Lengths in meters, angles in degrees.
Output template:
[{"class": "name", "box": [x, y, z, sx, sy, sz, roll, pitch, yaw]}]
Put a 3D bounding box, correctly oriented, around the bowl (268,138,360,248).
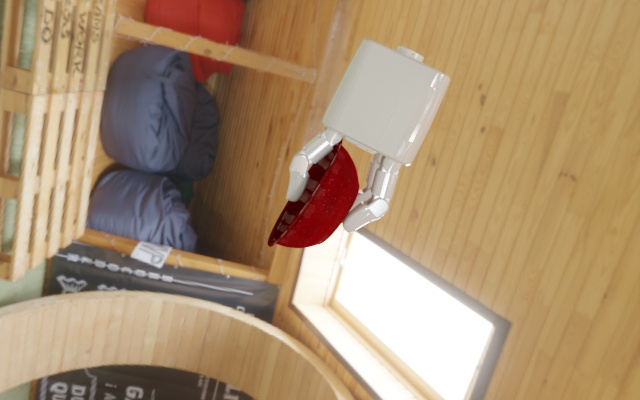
[{"class": "bowl", "box": [0.000, 0.003, 0.595, 0.055, 0.162, 0.162, 34, -7, -10]}]
